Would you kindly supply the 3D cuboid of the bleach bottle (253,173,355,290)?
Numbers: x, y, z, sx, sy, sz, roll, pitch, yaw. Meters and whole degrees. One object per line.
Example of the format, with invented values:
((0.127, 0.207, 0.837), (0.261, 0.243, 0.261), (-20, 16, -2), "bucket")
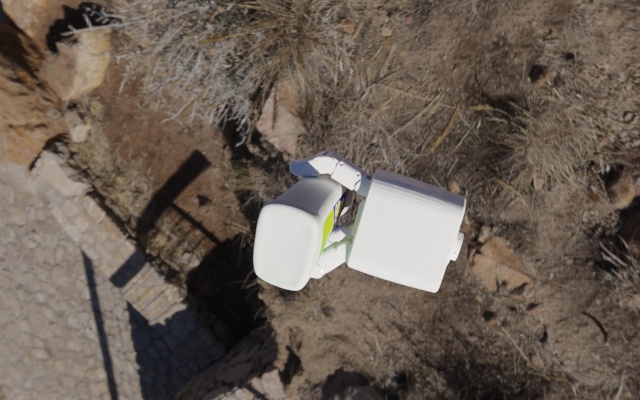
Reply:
((0.000, 0.002, 0.590), (0.068, 0.103, 0.250), (19, 28, 11), "bleach bottle")
